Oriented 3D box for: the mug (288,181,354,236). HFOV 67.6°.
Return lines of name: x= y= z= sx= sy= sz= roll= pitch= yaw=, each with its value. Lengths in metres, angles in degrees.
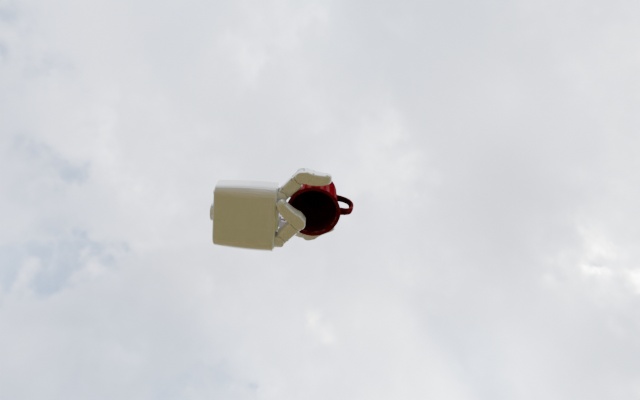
mug: x=0.002 y=0.003 z=0.839 sx=0.117 sy=0.093 sz=0.081 roll=4 pitch=27 yaw=-1
